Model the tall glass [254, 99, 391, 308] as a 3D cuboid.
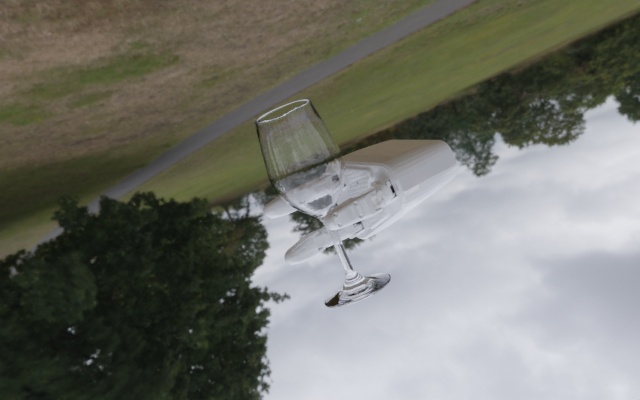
[{"bbox_3d":[0.000,0.002,0.486,0.079,0.201,0.079,-23,4,2],"label":"tall glass"}]
